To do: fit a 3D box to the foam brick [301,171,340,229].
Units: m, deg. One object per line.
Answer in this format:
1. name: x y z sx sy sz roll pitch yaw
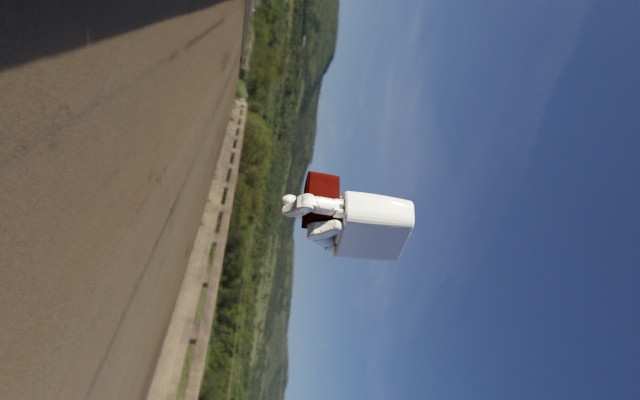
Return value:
1. foam brick: 0.000 0.002 0.749 0.051 0.078 0.053 6 -27 -7
